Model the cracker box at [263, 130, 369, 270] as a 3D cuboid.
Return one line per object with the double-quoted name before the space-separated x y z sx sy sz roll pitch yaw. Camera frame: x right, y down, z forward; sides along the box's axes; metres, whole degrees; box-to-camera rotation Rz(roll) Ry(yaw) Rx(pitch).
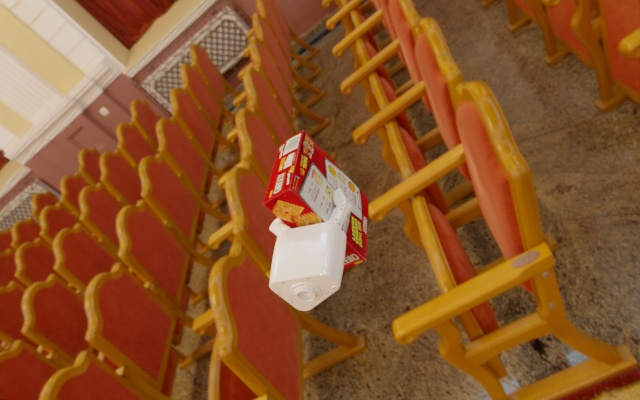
"cracker box" 0.000 0.003 0.880 0.072 0.164 0.214 -26 -54 29
